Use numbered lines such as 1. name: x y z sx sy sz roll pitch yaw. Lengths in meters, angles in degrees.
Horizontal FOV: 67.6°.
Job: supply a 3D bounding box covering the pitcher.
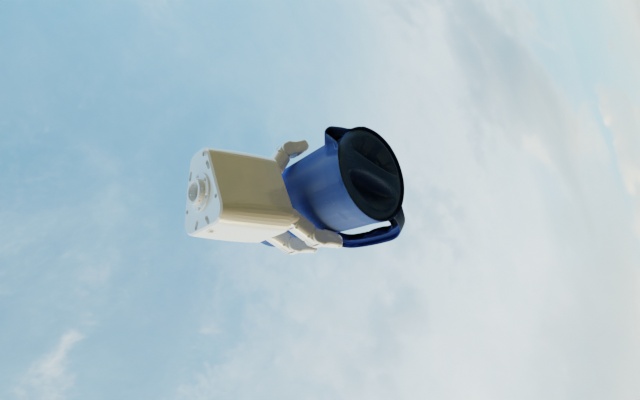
1. pitcher: 0.000 0.002 0.716 0.145 0.149 0.243 5 -19 -43
